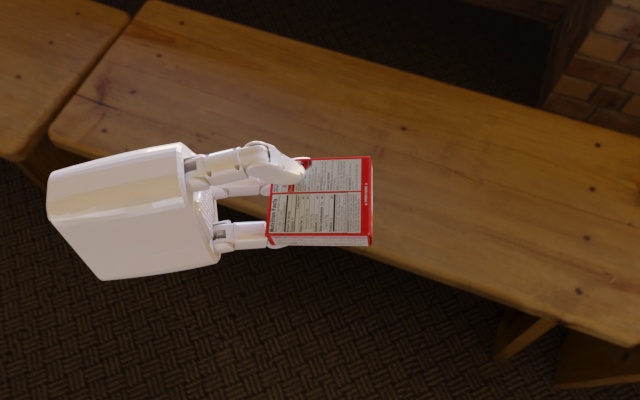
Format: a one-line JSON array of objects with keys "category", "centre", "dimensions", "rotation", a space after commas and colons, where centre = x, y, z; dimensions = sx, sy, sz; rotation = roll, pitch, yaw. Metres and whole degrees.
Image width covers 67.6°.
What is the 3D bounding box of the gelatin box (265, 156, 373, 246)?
[{"category": "gelatin box", "centre": [0.000, 0.001, 0.411], "dimensions": [0.089, 0.073, 0.030], "rotation": [-1, -25, 9]}]
